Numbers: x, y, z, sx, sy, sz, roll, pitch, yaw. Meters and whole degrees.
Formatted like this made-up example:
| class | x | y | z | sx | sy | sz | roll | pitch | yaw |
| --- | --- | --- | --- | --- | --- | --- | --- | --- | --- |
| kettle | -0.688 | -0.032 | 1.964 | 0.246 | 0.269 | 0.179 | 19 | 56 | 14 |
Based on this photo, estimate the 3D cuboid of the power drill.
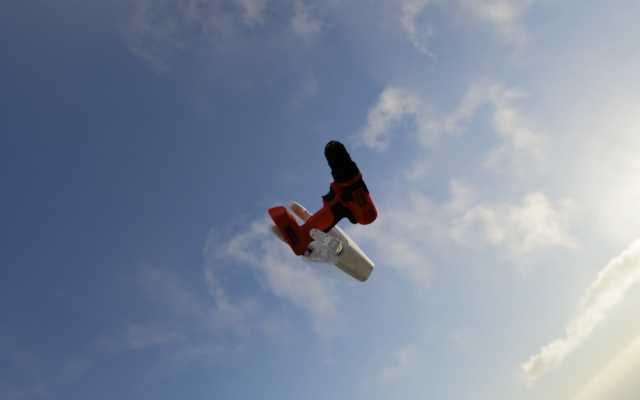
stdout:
| class | x | y | z | sx | sy | sz | roll | pitch | yaw |
| --- | --- | --- | --- | --- | --- | --- | --- | --- | --- |
| power drill | 0.000 | 0.003 | 0.893 | 0.187 | 0.184 | 0.057 | -31 | 25 | -4 |
